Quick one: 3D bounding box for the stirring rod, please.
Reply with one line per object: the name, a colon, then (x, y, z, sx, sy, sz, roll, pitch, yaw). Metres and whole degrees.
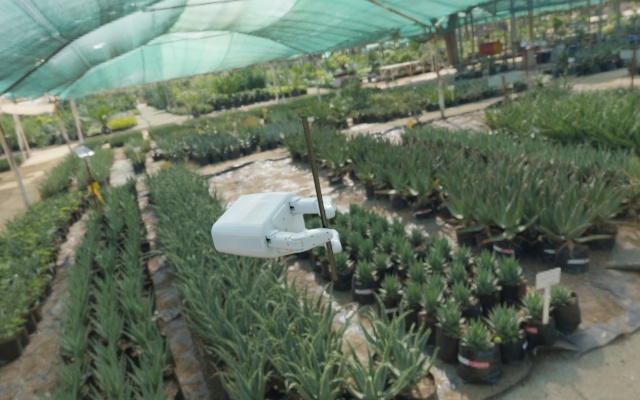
stirring rod: (0.000, 0.002, 0.669, 0.011, 0.239, 0.011, -10, 16, 3)
